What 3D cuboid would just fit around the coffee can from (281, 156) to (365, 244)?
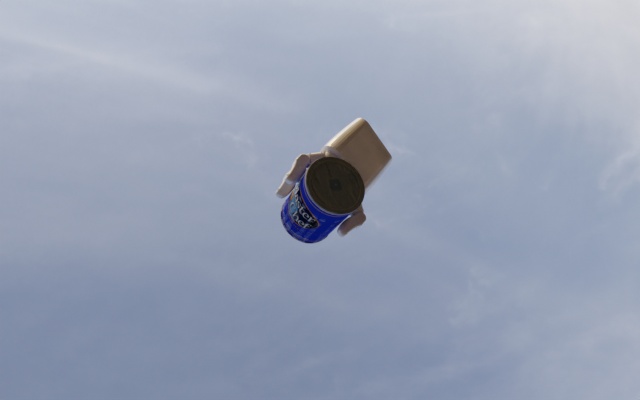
[{"bbox_3d":[0.000,0.003,0.818,0.103,0.102,0.140,0,-24,-23],"label":"coffee can"}]
